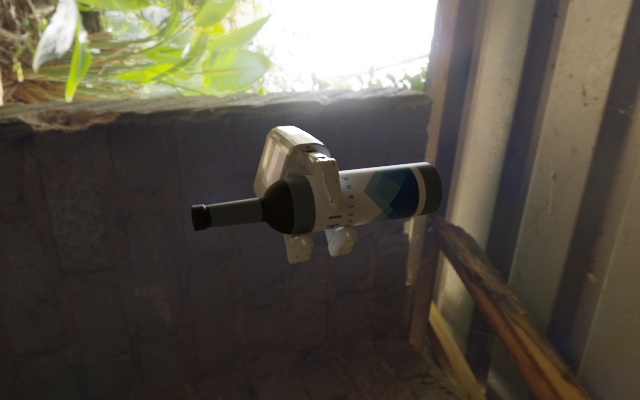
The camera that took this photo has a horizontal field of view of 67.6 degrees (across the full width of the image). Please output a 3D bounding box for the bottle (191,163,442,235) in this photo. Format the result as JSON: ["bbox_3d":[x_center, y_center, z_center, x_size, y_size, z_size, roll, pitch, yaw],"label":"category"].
[{"bbox_3d":[0.000,0.002,0.563,0.295,0.069,0.069,-7,2,-20],"label":"bottle"}]
